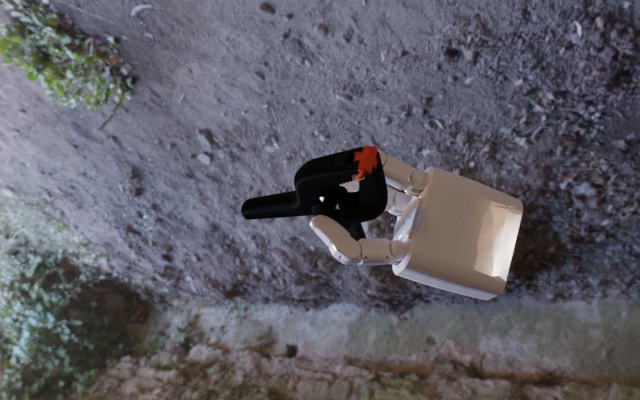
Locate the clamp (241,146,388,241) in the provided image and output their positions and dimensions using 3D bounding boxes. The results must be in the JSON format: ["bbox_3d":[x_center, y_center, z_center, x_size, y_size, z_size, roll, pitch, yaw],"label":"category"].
[{"bbox_3d":[0.000,0.002,0.498,0.164,0.036,0.210,18,-28,-4],"label":"clamp"}]
